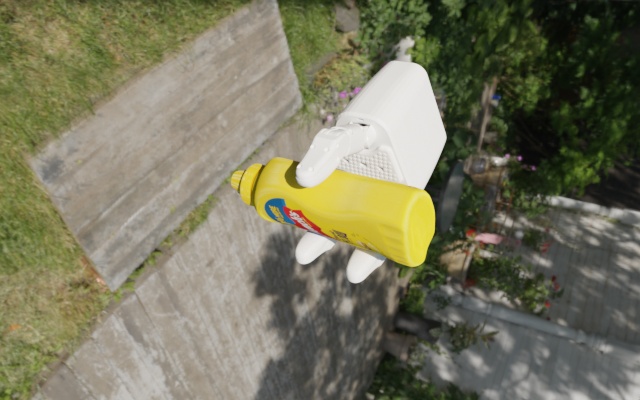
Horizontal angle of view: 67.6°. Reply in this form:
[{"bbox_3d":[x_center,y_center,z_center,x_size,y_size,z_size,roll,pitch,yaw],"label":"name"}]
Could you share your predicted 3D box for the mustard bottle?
[{"bbox_3d":[0.000,0.002,0.425,0.191,0.058,0.096,16,-15,26],"label":"mustard bottle"}]
